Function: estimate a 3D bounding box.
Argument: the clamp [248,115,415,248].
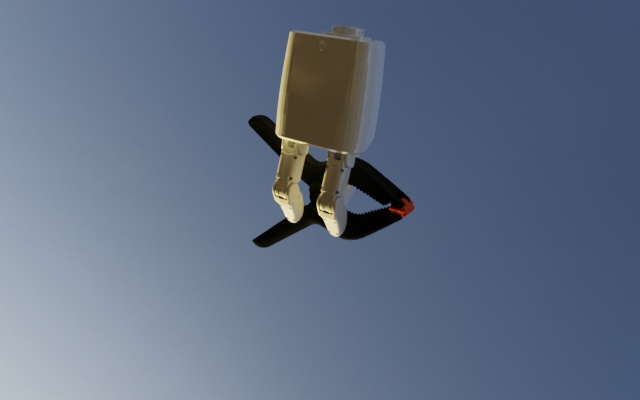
[{"bbox_3d":[0.001,0.001,0.544,0.210,0.165,0.036,17,24,26],"label":"clamp"}]
